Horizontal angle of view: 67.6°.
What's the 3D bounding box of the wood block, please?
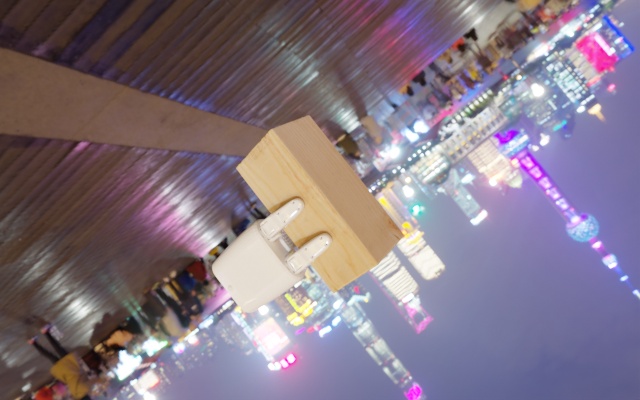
[{"bbox_3d":[0.000,0.002,0.626,0.090,0.206,0.090,-40,-4,37],"label":"wood block"}]
